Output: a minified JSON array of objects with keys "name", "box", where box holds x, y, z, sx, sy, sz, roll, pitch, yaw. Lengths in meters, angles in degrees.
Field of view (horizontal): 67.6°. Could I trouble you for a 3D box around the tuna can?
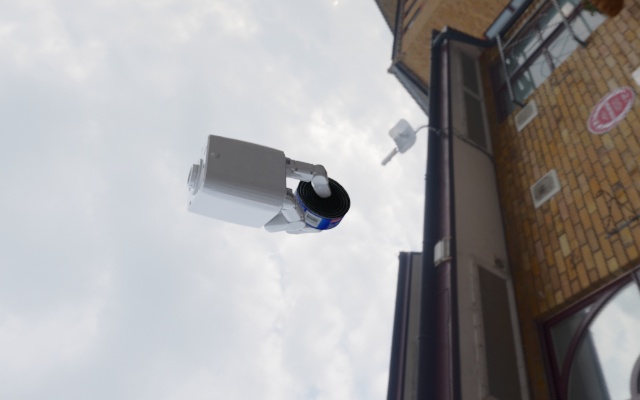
[{"name":"tuna can","box":[0.000,0.003,0.720,0.086,0.086,0.034,0,-39,-29]}]
